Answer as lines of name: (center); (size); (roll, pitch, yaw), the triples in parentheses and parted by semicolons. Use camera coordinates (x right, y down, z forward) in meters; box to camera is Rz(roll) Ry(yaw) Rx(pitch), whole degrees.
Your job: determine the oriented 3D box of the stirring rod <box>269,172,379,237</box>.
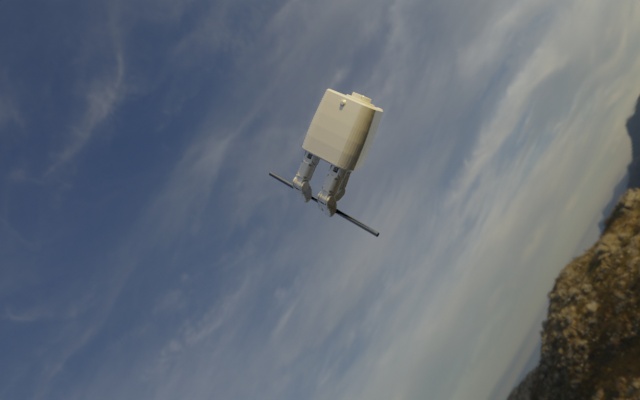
stirring rod: (0.000, 0.003, 0.824); (0.239, 0.011, 0.011); (30, 15, 28)
